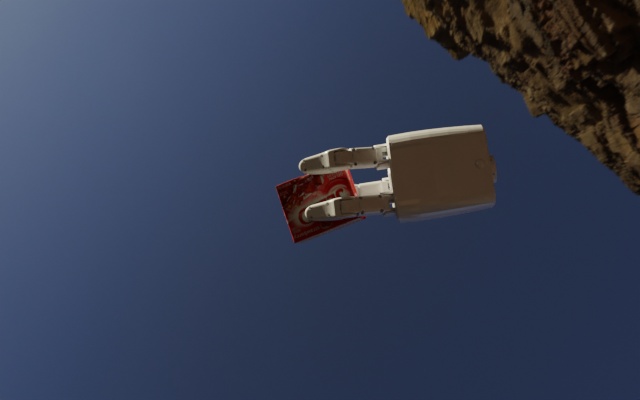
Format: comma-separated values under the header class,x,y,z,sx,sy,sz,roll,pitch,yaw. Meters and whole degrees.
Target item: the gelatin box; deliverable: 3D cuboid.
class,x,y,z,sx,sy,sz,roll,pitch,yaw
gelatin box,0.000,0.002,0.565,0.089,0.073,0.030,-22,-10,14
